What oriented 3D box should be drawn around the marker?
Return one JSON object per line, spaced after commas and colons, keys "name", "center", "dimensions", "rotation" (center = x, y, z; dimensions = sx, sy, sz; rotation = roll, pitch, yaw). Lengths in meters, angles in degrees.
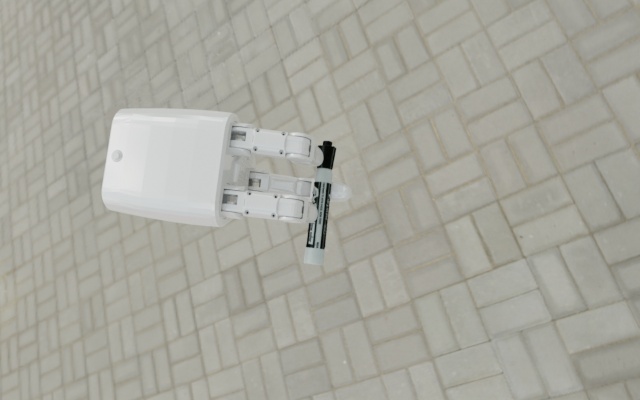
{"name": "marker", "center": [0.000, 0.002, 0.463], "dimensions": [0.020, 0.121, 0.020], "rotation": [6, -6, 1]}
